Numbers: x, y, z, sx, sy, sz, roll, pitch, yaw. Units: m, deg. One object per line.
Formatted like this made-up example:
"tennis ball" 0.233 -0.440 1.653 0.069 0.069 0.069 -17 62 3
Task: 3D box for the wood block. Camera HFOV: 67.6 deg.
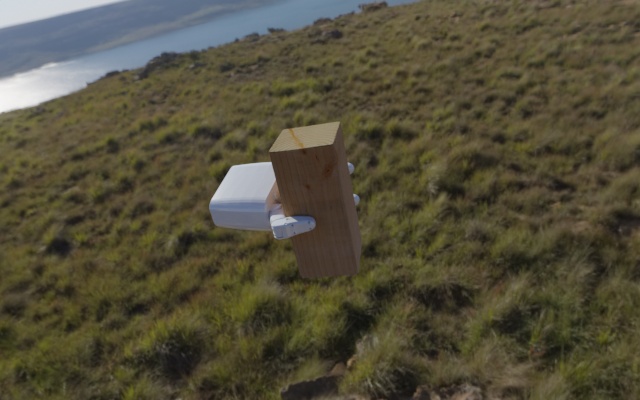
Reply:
"wood block" 0.000 0.002 0.700 0.090 0.206 0.090 -6 27 13
